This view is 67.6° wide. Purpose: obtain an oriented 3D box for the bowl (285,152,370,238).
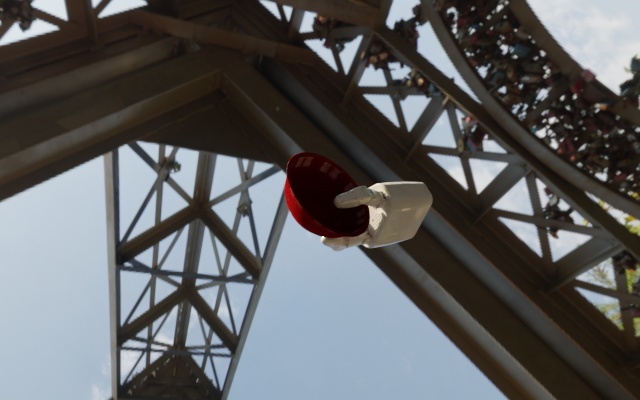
[{"bbox_3d":[-0.001,0.002,0.753,0.162,0.162,0.055,0,-35,-47],"label":"bowl"}]
